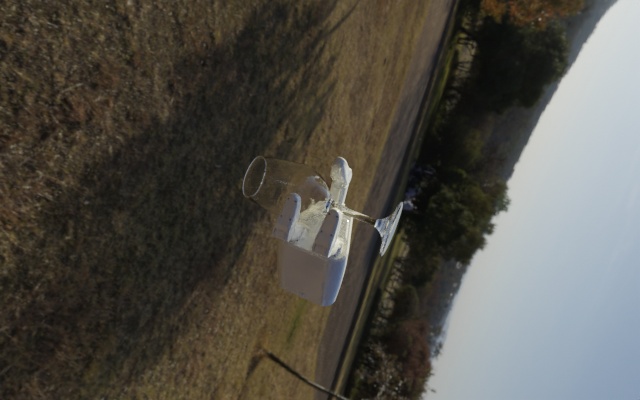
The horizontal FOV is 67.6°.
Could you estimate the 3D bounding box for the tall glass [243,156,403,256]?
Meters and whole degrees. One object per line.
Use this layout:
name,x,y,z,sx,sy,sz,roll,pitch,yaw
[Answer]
tall glass,0.001,0.002,0.625,0.201,0.079,0.079,21,5,14
